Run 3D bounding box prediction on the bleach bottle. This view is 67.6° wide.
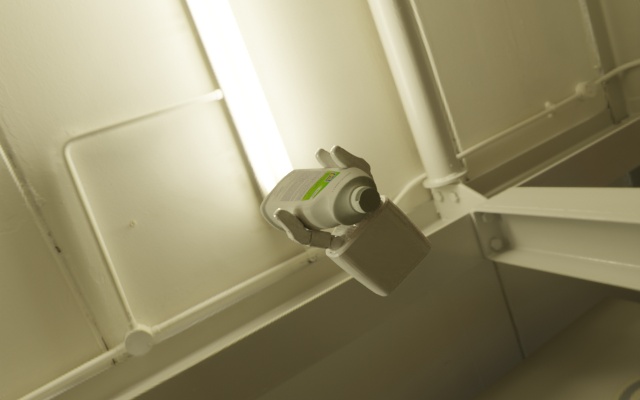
[{"bbox_3d":[0.000,0.002,0.651,0.068,0.102,0.251,43,-14,-19],"label":"bleach bottle"}]
